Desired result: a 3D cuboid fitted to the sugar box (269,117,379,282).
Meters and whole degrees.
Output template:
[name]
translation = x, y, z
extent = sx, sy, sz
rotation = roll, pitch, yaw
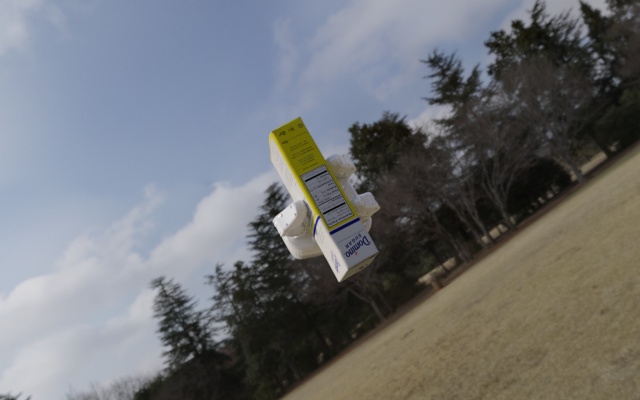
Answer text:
[sugar box]
translation = 0.001, 0.001, 0.547
extent = 0.048, 0.176, 0.093
rotation = -29, -13, -12
